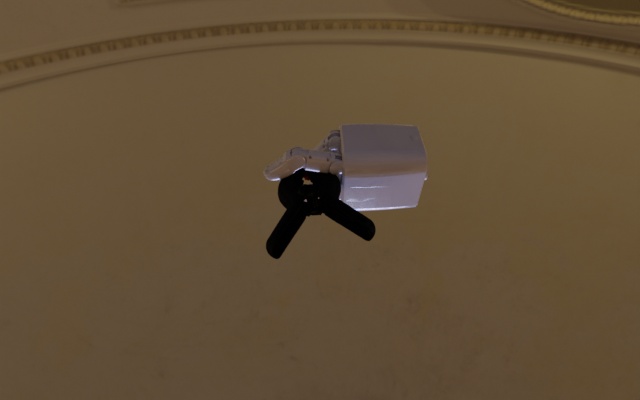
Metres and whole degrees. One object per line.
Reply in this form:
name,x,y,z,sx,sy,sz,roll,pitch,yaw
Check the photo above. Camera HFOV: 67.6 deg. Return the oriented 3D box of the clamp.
clamp,0.000,0.002,0.574,0.120,0.039,0.171,-1,40,0
